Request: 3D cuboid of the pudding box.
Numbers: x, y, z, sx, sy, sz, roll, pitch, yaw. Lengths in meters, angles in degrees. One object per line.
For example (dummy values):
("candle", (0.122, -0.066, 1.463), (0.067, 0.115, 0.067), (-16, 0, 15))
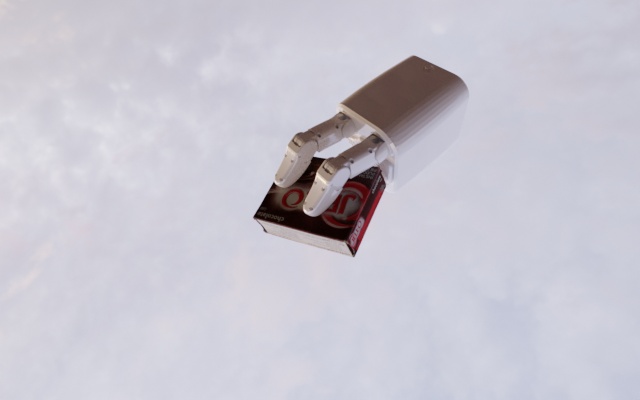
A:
("pudding box", (0.000, 0.002, 0.496), (0.113, 0.090, 0.039), (11, -31, 30))
